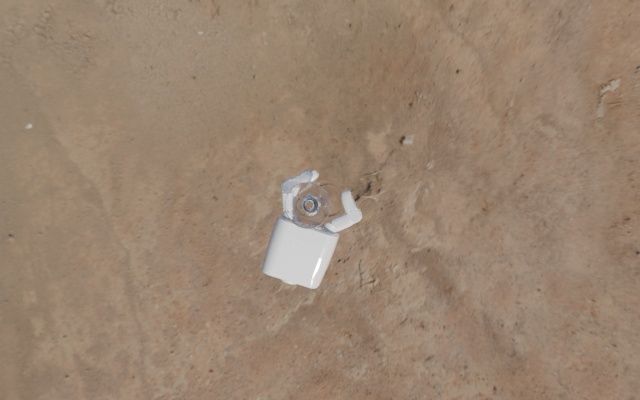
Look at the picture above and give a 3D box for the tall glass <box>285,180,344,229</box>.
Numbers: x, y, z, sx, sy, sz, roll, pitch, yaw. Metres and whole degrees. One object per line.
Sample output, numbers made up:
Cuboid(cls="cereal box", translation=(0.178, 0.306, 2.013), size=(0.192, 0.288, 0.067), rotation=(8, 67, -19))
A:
Cuboid(cls="tall glass", translation=(0.000, 0.003, 0.848), size=(0.079, 0.079, 0.201), rotation=(0, 3, 12))
